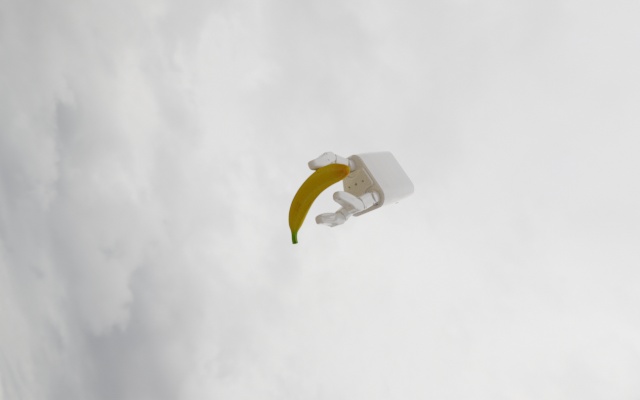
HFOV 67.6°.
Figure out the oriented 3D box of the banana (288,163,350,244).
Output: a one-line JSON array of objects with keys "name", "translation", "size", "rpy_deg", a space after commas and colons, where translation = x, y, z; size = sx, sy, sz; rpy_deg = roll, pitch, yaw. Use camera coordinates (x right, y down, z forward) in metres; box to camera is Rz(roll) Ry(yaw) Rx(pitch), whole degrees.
[{"name": "banana", "translation": [-0.011, -0.009, 0.845], "size": [0.037, 0.069, 0.198], "rpy_deg": [-8, -37, -43]}]
